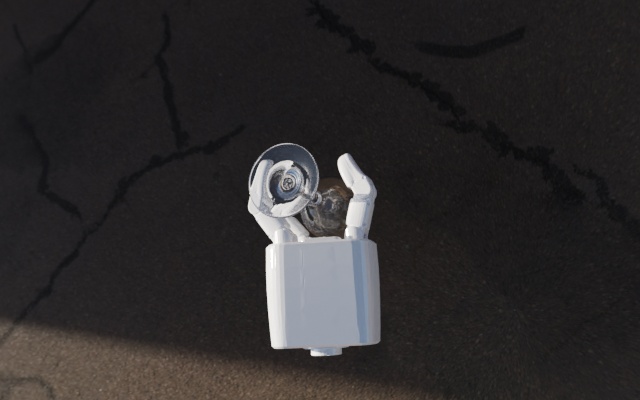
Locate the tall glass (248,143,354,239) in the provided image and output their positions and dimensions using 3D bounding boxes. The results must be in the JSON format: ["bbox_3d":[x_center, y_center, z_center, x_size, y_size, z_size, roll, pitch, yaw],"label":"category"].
[{"bbox_3d":[0.000,0.001,0.545,0.079,0.079,0.201,0,-12,22],"label":"tall glass"}]
